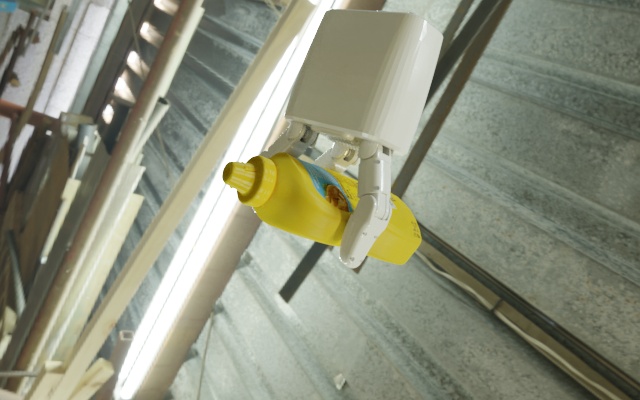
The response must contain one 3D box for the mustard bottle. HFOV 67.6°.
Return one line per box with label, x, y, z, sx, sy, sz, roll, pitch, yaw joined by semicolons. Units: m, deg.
mustard bottle;0.000;0.002;0.425;0.192;0.058;0.096;19;25;-38
